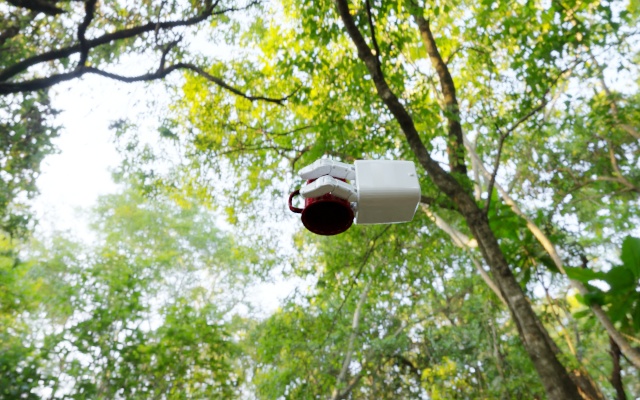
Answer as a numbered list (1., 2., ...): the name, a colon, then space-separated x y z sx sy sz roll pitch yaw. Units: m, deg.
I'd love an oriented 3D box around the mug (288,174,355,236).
1. mug: -0.001 0.003 0.852 0.117 0.081 0.093 0 -45 -1
